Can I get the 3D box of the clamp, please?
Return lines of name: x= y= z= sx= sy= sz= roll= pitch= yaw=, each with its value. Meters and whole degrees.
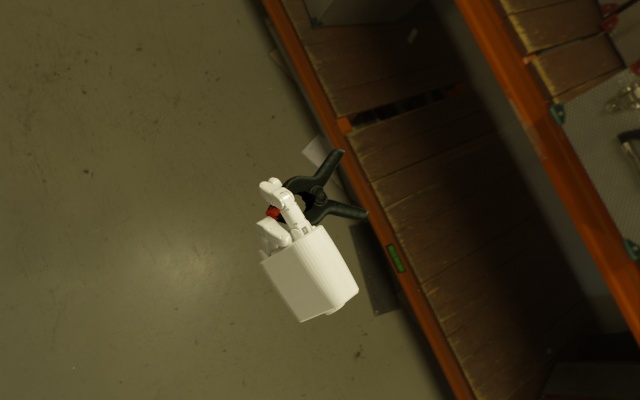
clamp: x=0.000 y=0.002 z=0.722 sx=0.171 sy=0.120 sz=0.039 roll=-32 pitch=-1 yaw=-32
